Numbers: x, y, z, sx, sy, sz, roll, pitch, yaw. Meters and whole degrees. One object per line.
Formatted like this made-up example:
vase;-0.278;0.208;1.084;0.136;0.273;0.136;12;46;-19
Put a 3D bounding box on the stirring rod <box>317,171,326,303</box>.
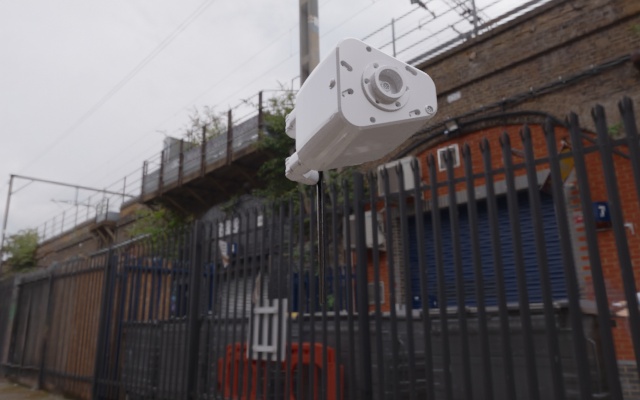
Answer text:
stirring rod;0.000;0.002;0.579;0.011;0.239;0.011;-1;-16;0
